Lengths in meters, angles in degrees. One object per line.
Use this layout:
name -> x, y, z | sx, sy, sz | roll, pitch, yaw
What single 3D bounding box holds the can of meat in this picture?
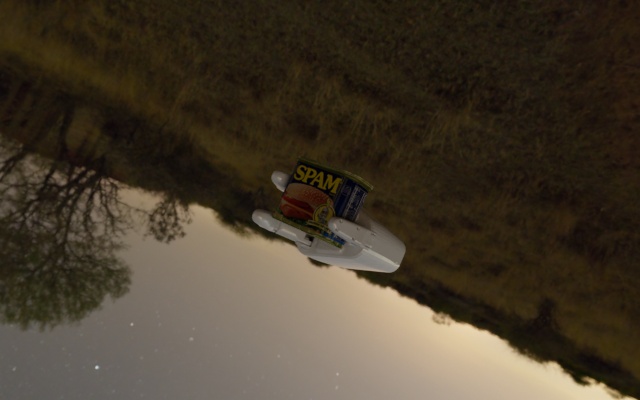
can of meat -> 0.000, 0.002, 0.580 | 0.102, 0.084, 0.057 | 21, -5, 36
